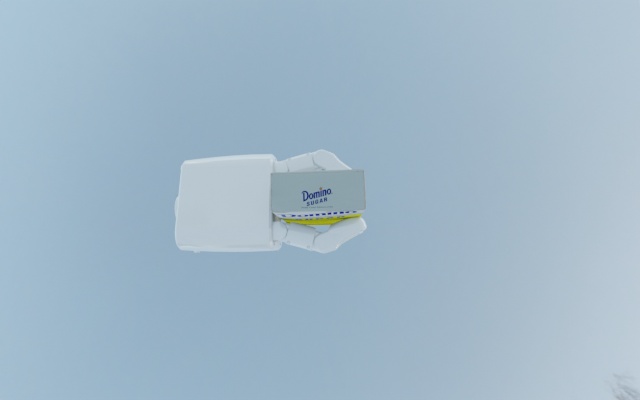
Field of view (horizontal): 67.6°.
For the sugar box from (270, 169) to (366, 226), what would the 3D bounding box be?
[{"bbox_3d":[0.000,0.002,0.537,0.093,0.048,0.176,-2,-5,2],"label":"sugar box"}]
